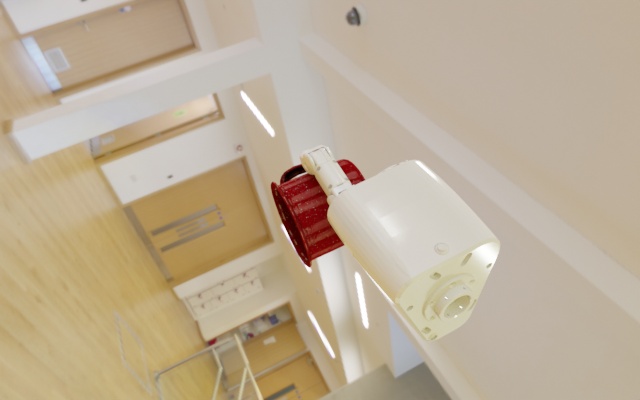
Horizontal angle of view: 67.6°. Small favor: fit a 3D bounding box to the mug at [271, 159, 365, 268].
[{"bbox_3d":[0.000,0.001,0.493,0.081,0.093,0.117,-24,47,-12],"label":"mug"}]
